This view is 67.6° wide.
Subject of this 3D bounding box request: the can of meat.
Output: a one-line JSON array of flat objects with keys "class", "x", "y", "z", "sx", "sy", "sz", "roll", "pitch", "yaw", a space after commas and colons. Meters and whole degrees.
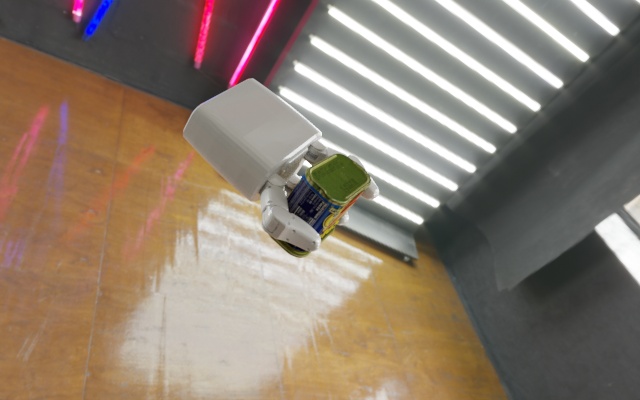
[{"class": "can of meat", "x": 0.000, "y": 0.002, "z": 0.512, "sx": 0.057, "sy": 0.084, "sz": 0.102, "roll": 42, "pitch": 32, "yaw": 8}]
